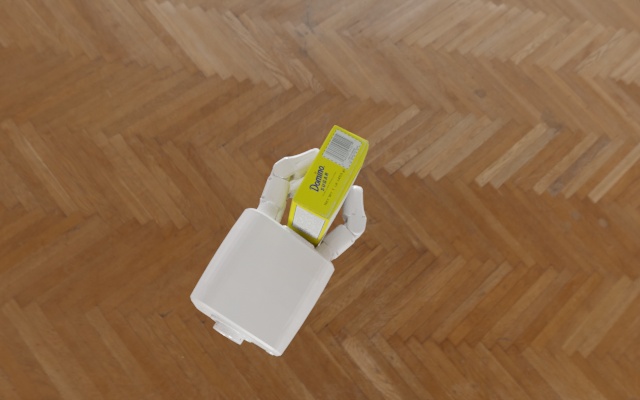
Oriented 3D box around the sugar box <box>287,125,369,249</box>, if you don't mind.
[{"bbox_3d":[0.000,0.002,0.525,0.048,0.093,0.176,29,-22,1],"label":"sugar box"}]
